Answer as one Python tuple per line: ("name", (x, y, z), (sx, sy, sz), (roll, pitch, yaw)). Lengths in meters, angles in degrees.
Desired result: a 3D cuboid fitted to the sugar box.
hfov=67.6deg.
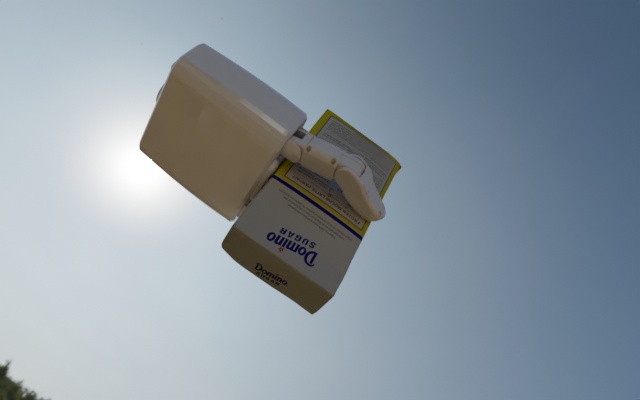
("sugar box", (0.000, 0.002, 0.417), (0.093, 0.176, 0.048), (36, -41, -2))
